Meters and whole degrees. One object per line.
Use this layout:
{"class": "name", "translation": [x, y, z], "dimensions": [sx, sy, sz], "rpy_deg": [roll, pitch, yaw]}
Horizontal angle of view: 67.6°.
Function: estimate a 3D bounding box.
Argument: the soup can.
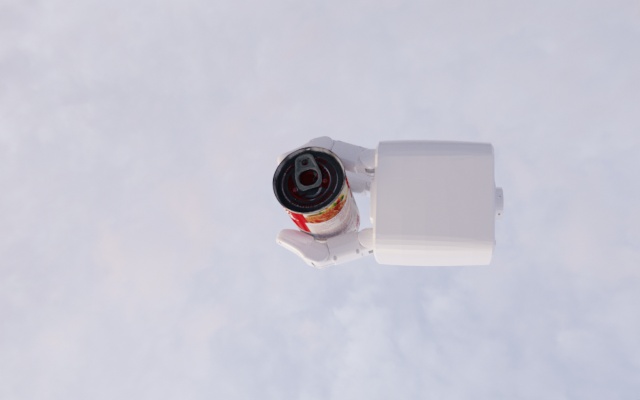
{"class": "soup can", "translation": [0.000, 0.002, 0.471], "dimensions": [0.068, 0.068, 0.102], "rpy_deg": [0, -25, 14]}
